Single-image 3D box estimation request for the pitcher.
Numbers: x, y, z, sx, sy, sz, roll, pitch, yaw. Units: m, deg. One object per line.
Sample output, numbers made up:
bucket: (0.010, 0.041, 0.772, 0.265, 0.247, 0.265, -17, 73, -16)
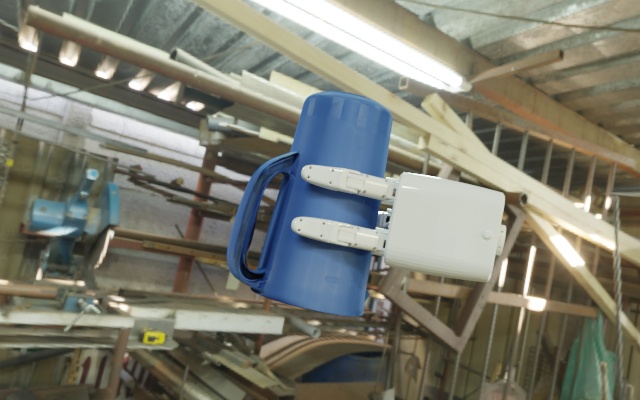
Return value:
pitcher: (0.000, 0.002, 0.551, 0.145, 0.243, 0.149, 11, -5, 15)
